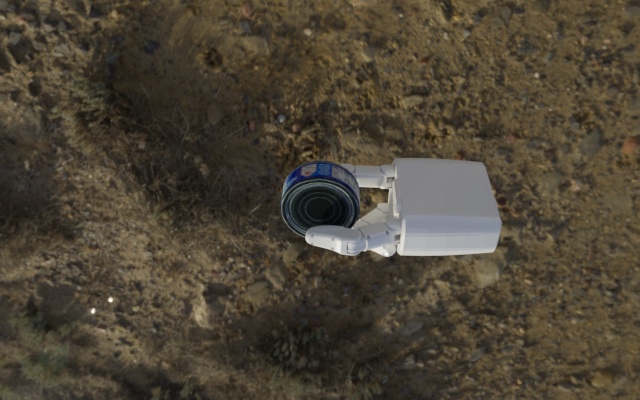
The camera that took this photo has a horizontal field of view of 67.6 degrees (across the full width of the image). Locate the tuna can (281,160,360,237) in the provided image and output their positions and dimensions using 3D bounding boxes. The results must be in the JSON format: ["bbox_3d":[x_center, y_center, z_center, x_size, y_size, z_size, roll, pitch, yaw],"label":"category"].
[{"bbox_3d":[0.000,0.002,0.516,0.086,0.086,0.033,0,37,4],"label":"tuna can"}]
